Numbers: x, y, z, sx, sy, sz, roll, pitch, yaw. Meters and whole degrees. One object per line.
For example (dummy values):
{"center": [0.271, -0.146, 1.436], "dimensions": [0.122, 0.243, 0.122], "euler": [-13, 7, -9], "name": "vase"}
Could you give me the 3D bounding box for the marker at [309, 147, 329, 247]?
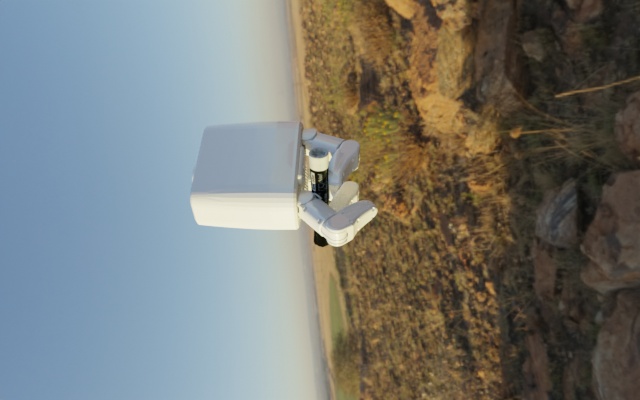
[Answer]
{"center": [0.000, 0.002, 0.480], "dimensions": [0.020, 0.121, 0.020], "euler": [-1, 40, 1], "name": "marker"}
